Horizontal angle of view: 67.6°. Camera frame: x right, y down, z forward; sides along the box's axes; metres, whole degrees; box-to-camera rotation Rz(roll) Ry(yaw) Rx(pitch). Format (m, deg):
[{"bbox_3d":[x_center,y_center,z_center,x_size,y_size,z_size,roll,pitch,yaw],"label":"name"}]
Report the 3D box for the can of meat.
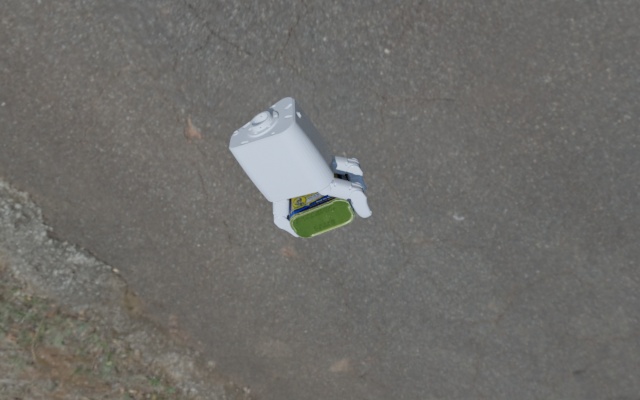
[{"bbox_3d":[0.000,0.003,0.733,0.102,0.057,0.083,-22,38,14],"label":"can of meat"}]
